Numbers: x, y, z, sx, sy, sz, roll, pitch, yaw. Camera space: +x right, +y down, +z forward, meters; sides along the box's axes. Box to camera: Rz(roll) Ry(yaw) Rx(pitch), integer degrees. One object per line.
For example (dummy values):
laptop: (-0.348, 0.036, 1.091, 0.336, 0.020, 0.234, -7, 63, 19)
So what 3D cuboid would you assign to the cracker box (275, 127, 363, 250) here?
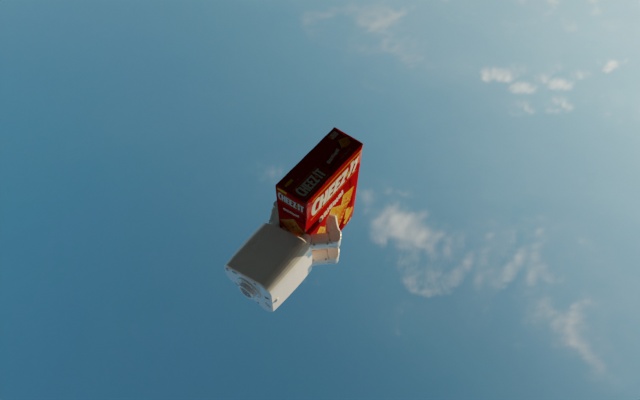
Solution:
cracker box: (0.000, 0.003, 0.857, 0.072, 0.164, 0.214, 31, -31, 19)
